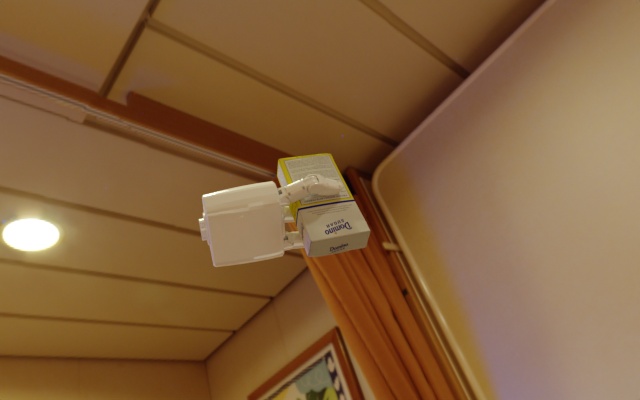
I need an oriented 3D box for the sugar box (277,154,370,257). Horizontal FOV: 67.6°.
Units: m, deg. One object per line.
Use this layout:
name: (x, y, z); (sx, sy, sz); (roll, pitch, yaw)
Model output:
sugar box: (0.000, 0.003, 0.733); (0.093, 0.176, 0.048); (-8, -40, -17)
